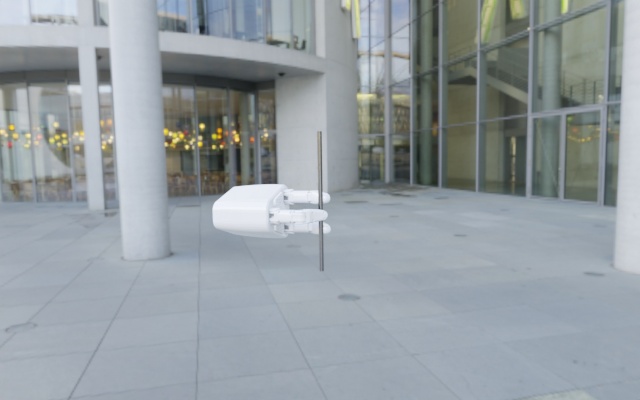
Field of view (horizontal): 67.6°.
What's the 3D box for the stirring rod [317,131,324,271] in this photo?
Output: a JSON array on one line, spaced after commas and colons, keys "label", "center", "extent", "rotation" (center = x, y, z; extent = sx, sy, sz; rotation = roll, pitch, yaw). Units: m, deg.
[{"label": "stirring rod", "center": [0.000, 0.003, 0.819], "extent": [0.011, 0.239, 0.011], "rotation": [-1, 5, 0]}]
